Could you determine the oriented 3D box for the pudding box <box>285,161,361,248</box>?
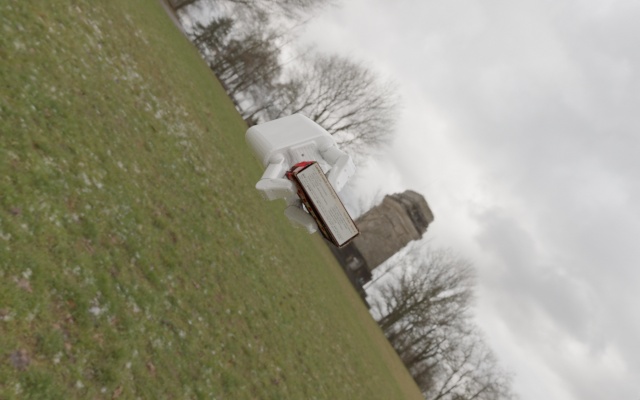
[{"bbox_3d":[0.000,0.002,0.632,0.039,0.113,0.090,-35,10,-7],"label":"pudding box"}]
